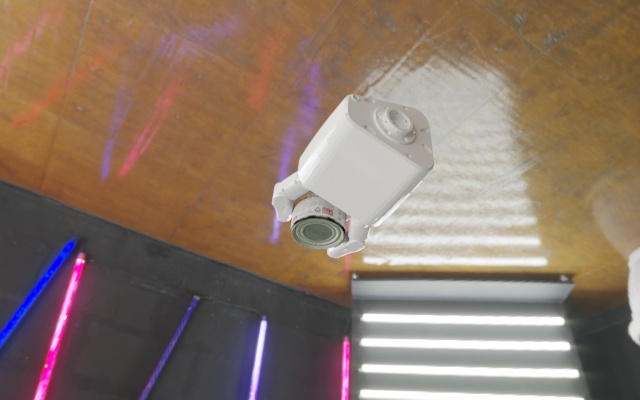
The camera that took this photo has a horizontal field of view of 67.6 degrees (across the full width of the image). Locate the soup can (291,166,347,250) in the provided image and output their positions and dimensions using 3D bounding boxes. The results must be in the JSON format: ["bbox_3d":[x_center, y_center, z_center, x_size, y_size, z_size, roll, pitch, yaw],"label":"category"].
[{"bbox_3d":[0.000,0.002,0.603,0.068,0.102,0.069,3,-39,2],"label":"soup can"}]
